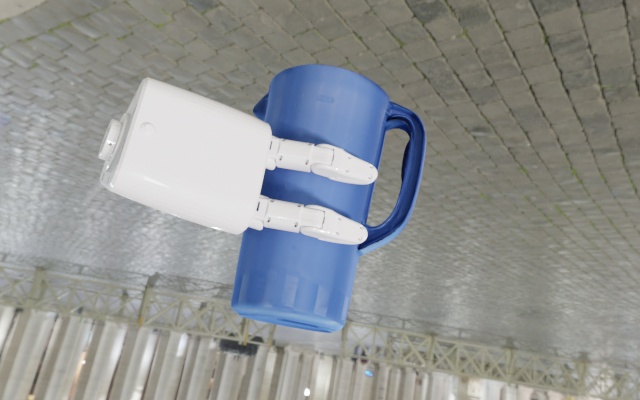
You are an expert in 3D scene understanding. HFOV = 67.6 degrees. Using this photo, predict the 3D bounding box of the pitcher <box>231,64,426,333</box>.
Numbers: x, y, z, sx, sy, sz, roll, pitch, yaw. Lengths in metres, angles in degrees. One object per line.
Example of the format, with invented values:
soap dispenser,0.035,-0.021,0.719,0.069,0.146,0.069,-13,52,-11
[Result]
pitcher,0.000,0.001,0.473,0.145,0.242,0.149,21,-20,-29
